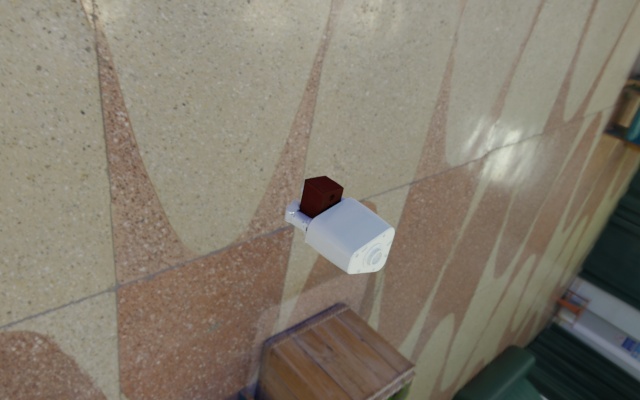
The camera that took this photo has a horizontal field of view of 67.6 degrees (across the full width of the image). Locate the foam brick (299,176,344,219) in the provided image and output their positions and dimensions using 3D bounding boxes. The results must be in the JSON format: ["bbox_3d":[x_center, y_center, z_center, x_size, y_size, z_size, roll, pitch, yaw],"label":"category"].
[{"bbox_3d":[0.000,0.003,0.851,0.053,0.078,0.051,-16,39,-41],"label":"foam brick"}]
